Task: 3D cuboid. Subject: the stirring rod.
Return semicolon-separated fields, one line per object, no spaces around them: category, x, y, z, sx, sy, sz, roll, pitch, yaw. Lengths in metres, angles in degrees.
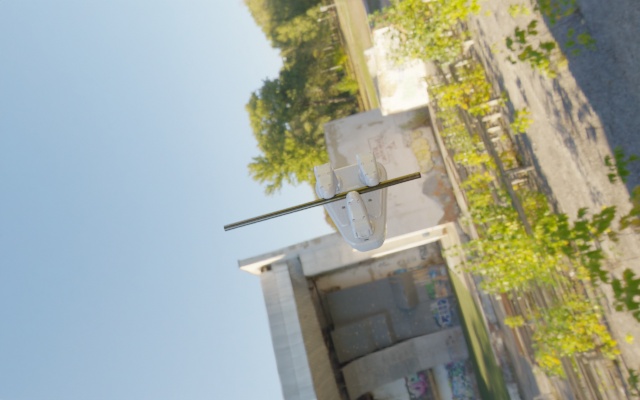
stirring rod;0.000;0.002;0.564;0.239;0.011;0.011;-15;-2;6
